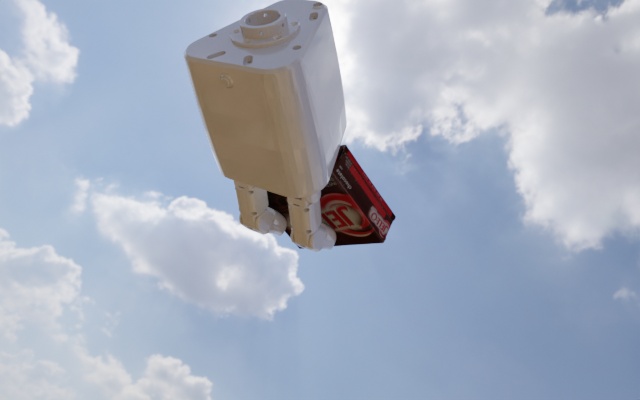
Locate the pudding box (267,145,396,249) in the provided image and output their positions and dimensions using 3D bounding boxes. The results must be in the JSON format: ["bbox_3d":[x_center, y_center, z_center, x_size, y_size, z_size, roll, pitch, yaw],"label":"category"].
[{"bbox_3d":[0.000,0.001,0.445,0.113,0.090,0.039,-8,38,46],"label":"pudding box"}]
